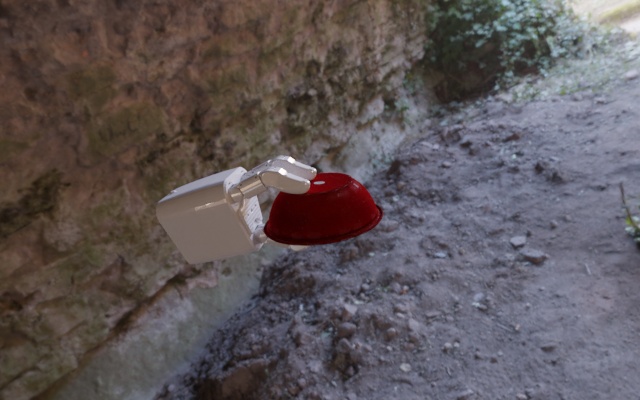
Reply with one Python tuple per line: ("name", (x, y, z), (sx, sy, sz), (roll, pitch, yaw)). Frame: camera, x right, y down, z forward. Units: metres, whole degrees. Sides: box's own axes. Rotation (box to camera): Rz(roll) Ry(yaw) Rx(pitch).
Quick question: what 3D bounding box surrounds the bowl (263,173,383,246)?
("bowl", (0.001, 0.001, 0.633), (0.162, 0.055, 0.162), (-7, 19, 2))
